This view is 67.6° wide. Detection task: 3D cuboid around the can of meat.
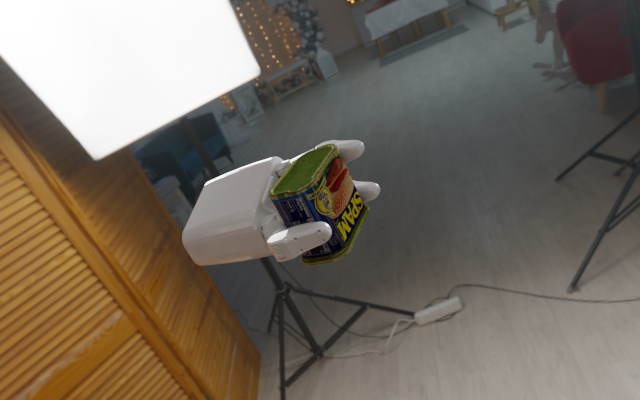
[{"bbox_3d":[0.000,0.001,0.488,0.057,0.084,0.102,-13,26,30],"label":"can of meat"}]
